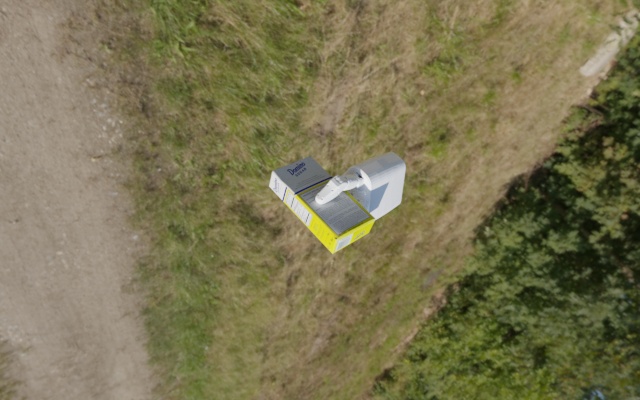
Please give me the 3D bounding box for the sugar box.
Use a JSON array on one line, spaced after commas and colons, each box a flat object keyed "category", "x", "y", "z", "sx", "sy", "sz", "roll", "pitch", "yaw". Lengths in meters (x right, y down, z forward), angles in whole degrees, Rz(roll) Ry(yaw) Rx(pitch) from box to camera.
[{"category": "sugar box", "x": 0.000, "y": 0.003, "z": 0.831, "sx": 0.093, "sy": 0.048, "sz": 0.176, "roll": -25, "pitch": 57, "yaw": -36}]
